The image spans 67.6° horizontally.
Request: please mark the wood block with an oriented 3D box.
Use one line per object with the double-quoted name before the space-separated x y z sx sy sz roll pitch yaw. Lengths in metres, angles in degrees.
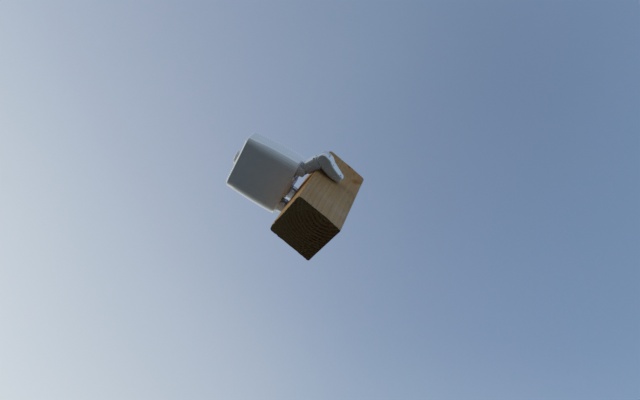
"wood block" 0.000 0.002 0.867 0.091 0.090 0.206 -46 7 31
